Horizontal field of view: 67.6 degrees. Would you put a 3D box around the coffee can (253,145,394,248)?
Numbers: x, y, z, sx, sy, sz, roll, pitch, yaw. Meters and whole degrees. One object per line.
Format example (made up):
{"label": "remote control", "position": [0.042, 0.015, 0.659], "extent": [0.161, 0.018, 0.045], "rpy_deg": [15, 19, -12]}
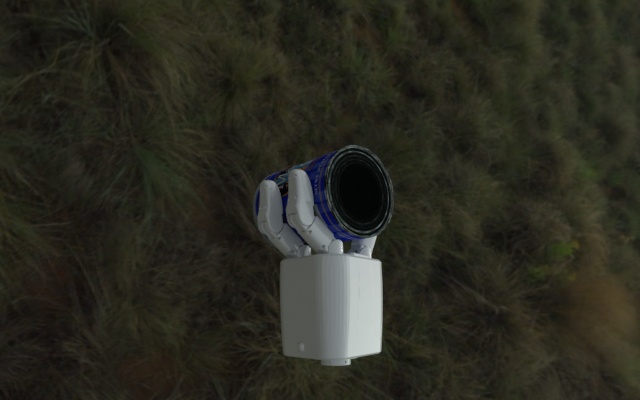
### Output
{"label": "coffee can", "position": [0.000, 0.002, 0.564], "extent": [0.103, 0.103, 0.140], "rpy_deg": [0, -10, -40]}
